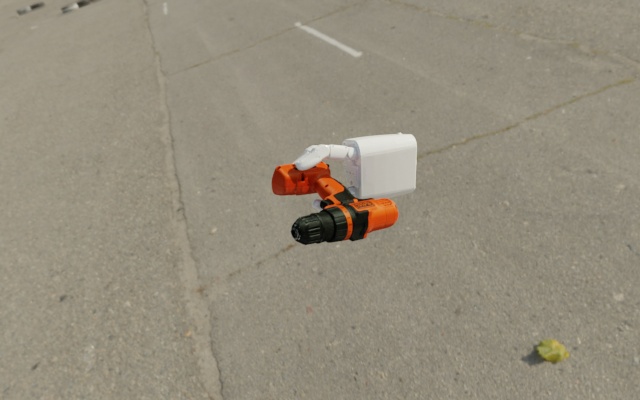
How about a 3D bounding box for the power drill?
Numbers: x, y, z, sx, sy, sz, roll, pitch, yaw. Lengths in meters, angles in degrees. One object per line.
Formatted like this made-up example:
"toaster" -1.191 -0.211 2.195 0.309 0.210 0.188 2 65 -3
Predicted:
"power drill" 0.000 0.002 0.746 0.184 0.057 0.187 -8 32 -35
